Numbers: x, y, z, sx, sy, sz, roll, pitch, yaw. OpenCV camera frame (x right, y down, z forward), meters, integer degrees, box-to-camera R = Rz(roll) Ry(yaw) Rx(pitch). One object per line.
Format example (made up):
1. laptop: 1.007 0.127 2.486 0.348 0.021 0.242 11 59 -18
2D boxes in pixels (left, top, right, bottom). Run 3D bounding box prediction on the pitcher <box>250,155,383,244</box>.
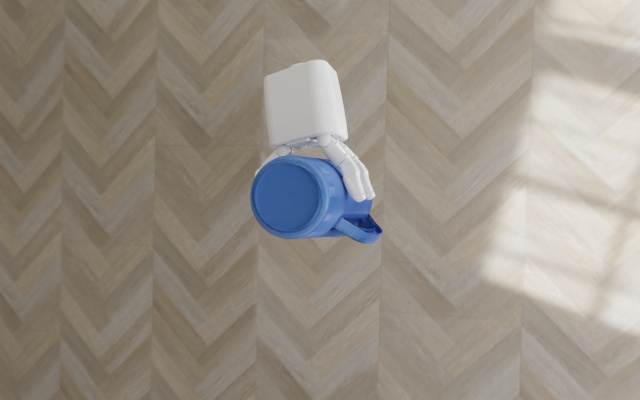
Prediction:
1. pitcher: 0.000 0.002 0.711 0.149 0.145 0.243 -7 -2 16
